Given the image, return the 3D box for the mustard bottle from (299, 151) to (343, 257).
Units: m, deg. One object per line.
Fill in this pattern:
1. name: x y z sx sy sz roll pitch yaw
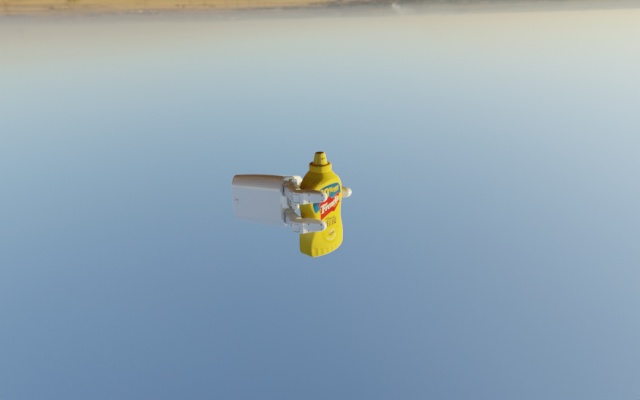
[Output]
1. mustard bottle: 0.000 0.003 0.893 0.058 0.192 0.096 17 27 40
